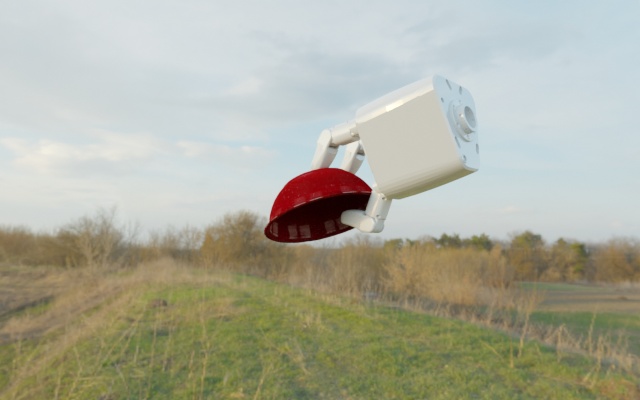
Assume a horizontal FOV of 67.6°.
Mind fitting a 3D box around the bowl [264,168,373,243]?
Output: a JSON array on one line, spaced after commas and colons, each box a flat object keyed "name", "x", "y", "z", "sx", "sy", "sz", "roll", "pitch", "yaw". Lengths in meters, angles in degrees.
[{"name": "bowl", "x": -0.001, "y": 0.002, "z": 0.629, "sx": 0.162, "sy": 0.055, "sz": 0.162, "roll": -14, "pitch": -21, "yaw": -5}]
